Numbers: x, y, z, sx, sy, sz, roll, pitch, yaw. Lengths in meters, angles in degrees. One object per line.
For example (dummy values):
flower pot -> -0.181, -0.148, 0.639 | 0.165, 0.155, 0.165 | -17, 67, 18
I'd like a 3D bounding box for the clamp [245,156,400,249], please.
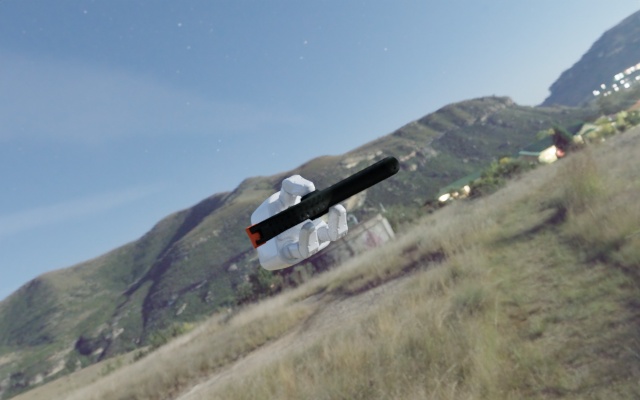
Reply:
clamp -> -0.001, 0.002, 0.643 | 0.210, 0.036, 0.164 | -27, -1, -29
